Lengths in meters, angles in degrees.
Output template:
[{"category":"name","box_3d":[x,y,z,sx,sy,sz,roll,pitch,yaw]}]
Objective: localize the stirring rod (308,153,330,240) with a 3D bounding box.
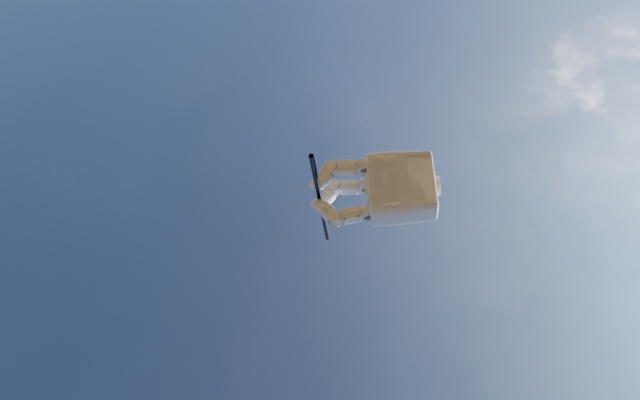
[{"category":"stirring rod","box_3d":[0.000,0.003,0.781,0.011,0.011,0.240,0,-34,8]}]
